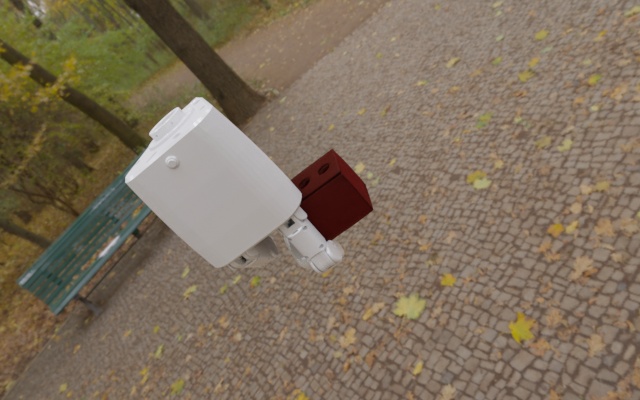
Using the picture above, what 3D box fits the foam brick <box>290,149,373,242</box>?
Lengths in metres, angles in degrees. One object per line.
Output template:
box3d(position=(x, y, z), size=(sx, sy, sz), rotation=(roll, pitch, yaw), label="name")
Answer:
box3d(position=(0.000, 0.001, 0.436), size=(0.078, 0.051, 0.053), rotation=(-36, 25, 13), label="foam brick")
